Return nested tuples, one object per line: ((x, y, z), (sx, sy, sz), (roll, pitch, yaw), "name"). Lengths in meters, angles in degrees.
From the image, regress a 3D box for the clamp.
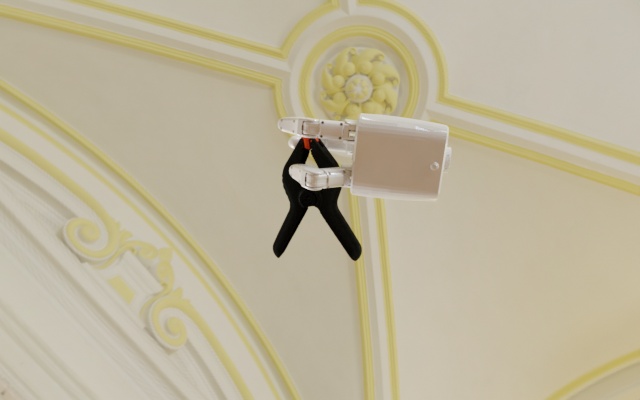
((0.000, 0.002, 0.614), (0.120, 0.171, 0.039), (7, 17, 9), "clamp")
